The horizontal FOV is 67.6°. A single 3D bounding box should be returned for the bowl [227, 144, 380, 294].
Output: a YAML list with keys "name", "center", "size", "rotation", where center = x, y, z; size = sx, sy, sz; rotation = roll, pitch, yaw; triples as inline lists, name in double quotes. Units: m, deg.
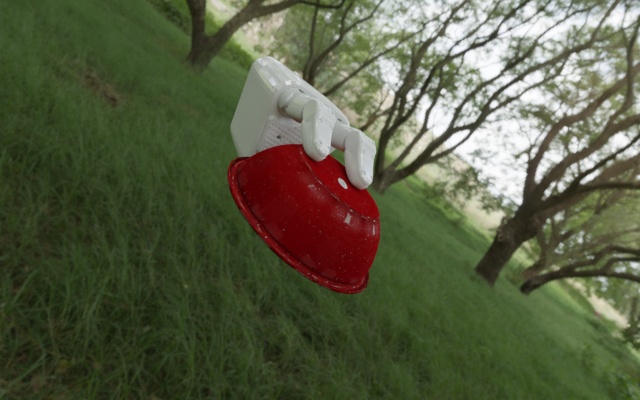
- name: "bowl"
  center: [0.001, 0.002, 0.416]
  size: [0.055, 0.162, 0.162]
  rotation: [-46, -19, 19]
